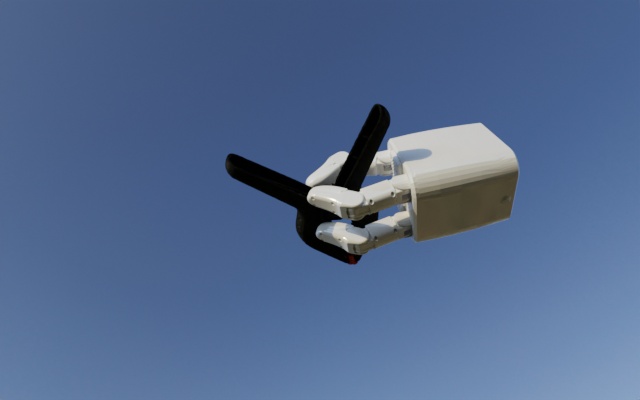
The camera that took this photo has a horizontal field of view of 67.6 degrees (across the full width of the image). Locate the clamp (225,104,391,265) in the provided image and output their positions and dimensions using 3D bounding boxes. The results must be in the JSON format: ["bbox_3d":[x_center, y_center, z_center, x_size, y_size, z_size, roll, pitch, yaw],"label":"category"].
[{"bbox_3d":[0.000,0.001,0.518,0.164,0.210,0.036,-12,45,0],"label":"clamp"}]
